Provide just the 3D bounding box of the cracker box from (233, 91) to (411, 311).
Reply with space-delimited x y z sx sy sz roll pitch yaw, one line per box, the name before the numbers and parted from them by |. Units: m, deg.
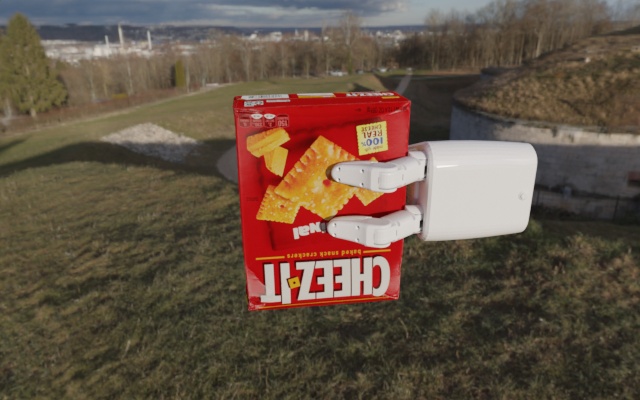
cracker box | 0.000 0.001 0.487 0.164 0.214 0.072 -3 21 -6
